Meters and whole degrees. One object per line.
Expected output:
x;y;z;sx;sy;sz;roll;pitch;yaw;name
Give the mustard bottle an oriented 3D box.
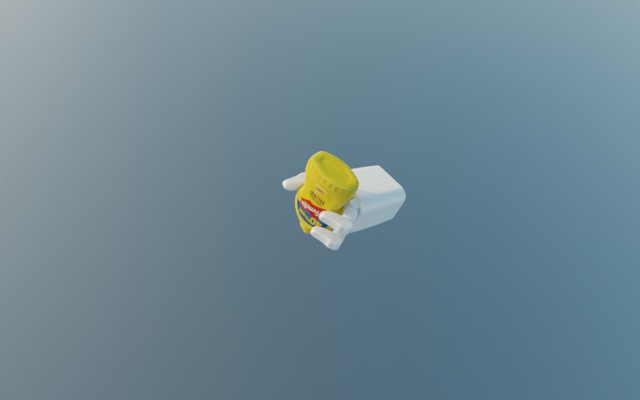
0.000;0.003;0.884;0.058;0.096;0.192;-41;-16;-37;mustard bottle
